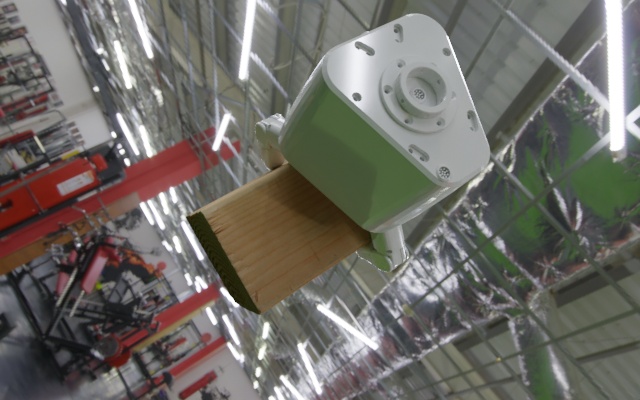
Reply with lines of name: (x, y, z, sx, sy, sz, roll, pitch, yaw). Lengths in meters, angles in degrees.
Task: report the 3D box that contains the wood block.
wood block: (0.000, 0.002, 0.422, 0.206, 0.091, 0.090, -30, 7, -22)
